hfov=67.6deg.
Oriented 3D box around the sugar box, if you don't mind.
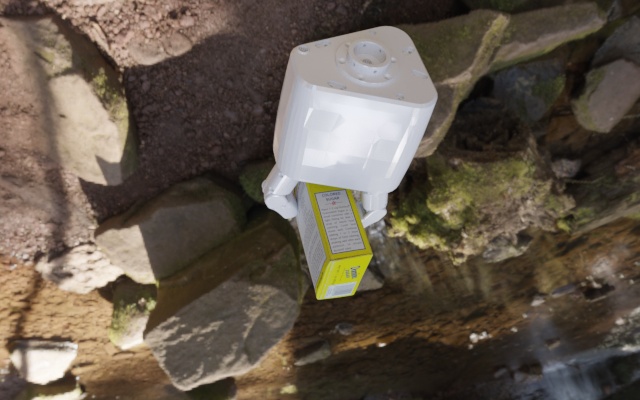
[{"bbox_3d":[0.001,0.002,0.485,0.048,0.176,0.093,-5,-32,-13],"label":"sugar box"}]
